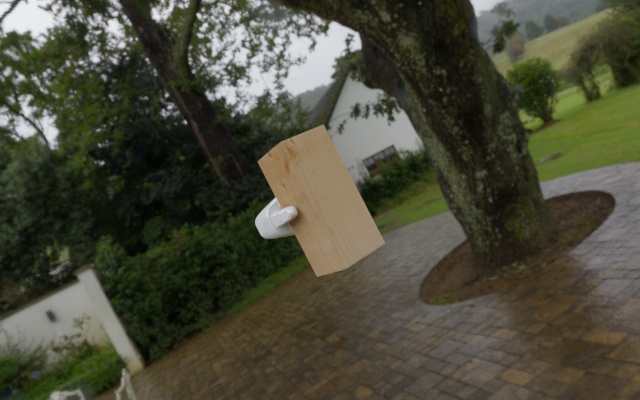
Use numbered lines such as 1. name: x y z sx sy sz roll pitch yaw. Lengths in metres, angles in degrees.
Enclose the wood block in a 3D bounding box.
1. wood block: 0.000 0.003 0.742 0.091 0.206 0.090 -28 0 -34
